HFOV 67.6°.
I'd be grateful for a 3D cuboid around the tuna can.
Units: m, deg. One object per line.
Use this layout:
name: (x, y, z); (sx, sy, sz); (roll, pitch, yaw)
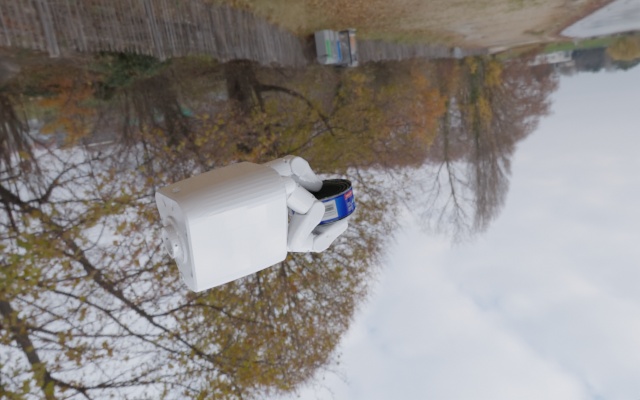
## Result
tuna can: (0.000, 0.002, 0.595); (0.086, 0.034, 0.086); (-12, 17, 4)
